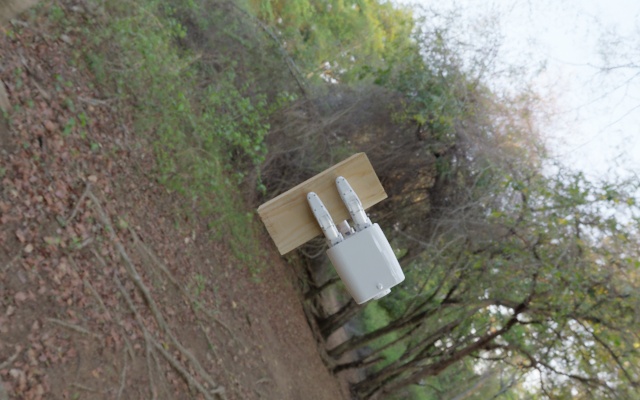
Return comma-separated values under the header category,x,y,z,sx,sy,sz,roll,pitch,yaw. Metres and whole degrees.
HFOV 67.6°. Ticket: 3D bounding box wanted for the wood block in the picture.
category,x,y,z,sx,sy,sz,roll,pitch,yaw
wood block,0.000,0.003,0.847,0.206,0.090,0.091,-29,5,-3
